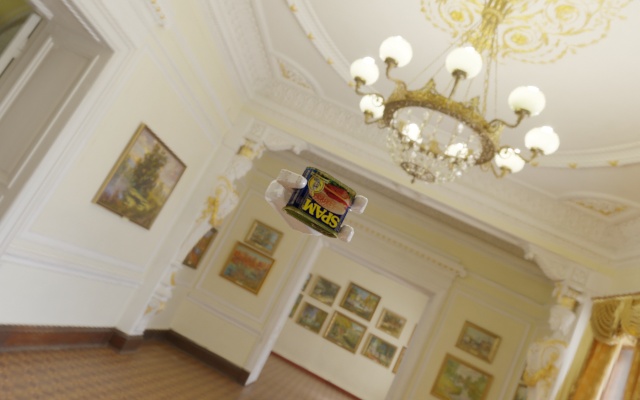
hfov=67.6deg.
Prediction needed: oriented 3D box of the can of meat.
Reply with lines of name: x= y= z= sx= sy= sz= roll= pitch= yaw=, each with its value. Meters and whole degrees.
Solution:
can of meat: x=0.000 y=0.002 z=0.802 sx=0.102 sy=0.084 sz=0.057 roll=32 pitch=-14 yaw=-20
